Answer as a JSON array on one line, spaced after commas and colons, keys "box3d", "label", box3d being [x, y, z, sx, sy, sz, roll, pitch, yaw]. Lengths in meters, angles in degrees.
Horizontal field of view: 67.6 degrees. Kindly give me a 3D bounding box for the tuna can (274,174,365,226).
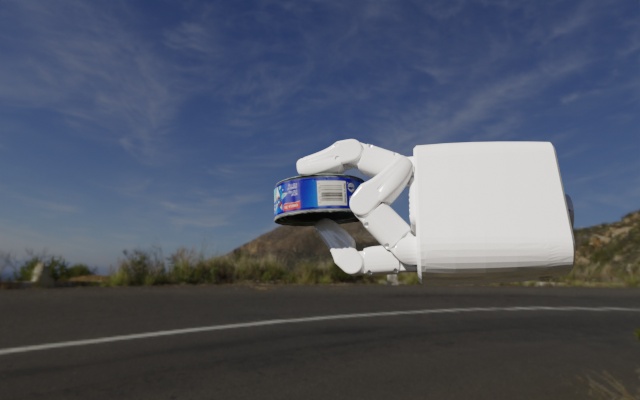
[{"box3d": [0.000, 0.001, 0.436, 0.086, 0.033, 0.086, -3, -11, -1], "label": "tuna can"}]
